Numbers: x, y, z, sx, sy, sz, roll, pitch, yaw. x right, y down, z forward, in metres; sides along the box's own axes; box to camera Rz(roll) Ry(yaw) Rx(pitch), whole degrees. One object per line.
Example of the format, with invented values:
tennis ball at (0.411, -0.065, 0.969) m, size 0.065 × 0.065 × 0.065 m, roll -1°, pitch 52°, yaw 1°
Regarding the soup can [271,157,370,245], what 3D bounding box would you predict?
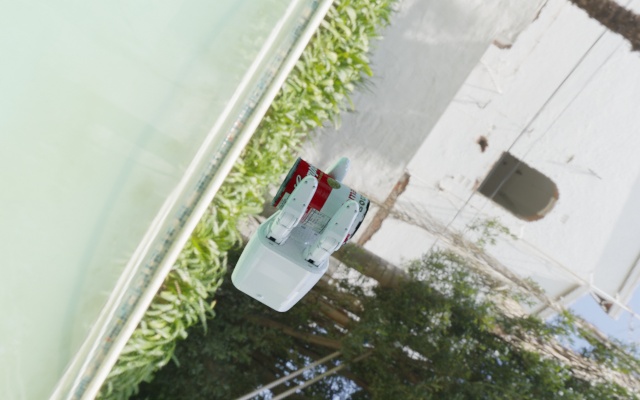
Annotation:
soup can at (0.001, 0.002, 0.579) m, size 0.102 × 0.068 × 0.068 m, roll 31°, pitch -4°, yaw -7°
